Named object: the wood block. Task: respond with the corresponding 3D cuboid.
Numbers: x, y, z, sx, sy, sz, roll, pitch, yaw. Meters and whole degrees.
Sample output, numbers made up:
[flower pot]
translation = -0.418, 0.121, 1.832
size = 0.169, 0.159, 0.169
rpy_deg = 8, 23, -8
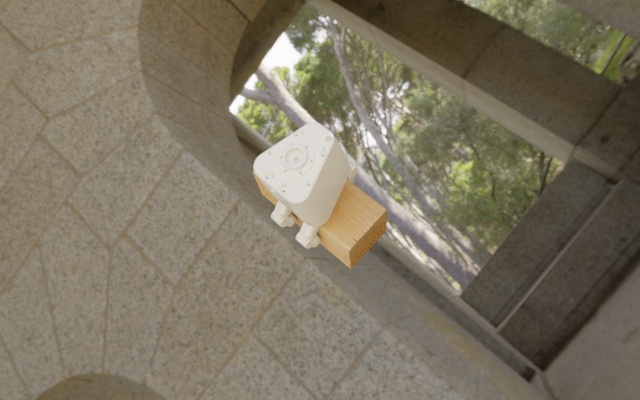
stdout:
[wood block]
translation = 0.000, 0.002, 0.776
size = 0.206, 0.091, 0.090
rpy_deg = 39, -16, 21
